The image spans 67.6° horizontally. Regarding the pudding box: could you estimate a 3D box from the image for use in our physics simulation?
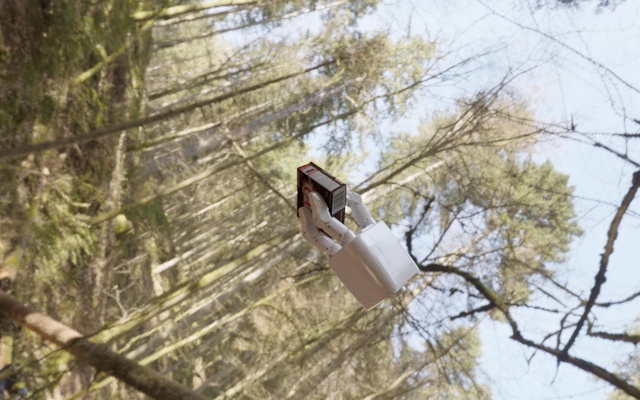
[{"bbox_3d":[0.000,0.003,0.815,0.039,0.114,0.090,-28,48,-34],"label":"pudding box"}]
